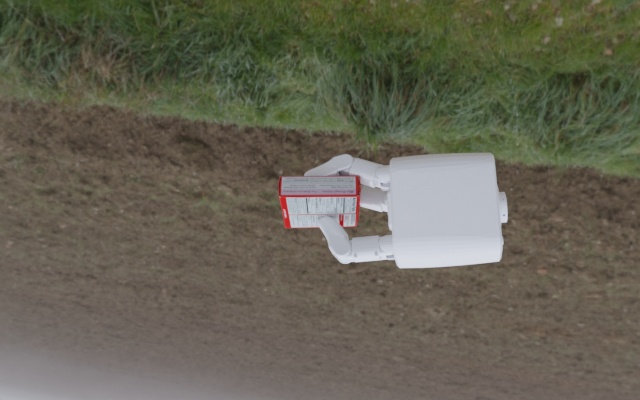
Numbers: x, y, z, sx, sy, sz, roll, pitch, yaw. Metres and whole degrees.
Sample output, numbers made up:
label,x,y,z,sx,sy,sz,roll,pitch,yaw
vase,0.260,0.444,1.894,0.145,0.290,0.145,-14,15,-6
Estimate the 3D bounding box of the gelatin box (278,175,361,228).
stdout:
label,x,y,z,sx,sy,sz,roll,pitch,yaw
gelatin box,0.000,0.002,0.541,0.089,0.030,0.073,-1,-30,1
